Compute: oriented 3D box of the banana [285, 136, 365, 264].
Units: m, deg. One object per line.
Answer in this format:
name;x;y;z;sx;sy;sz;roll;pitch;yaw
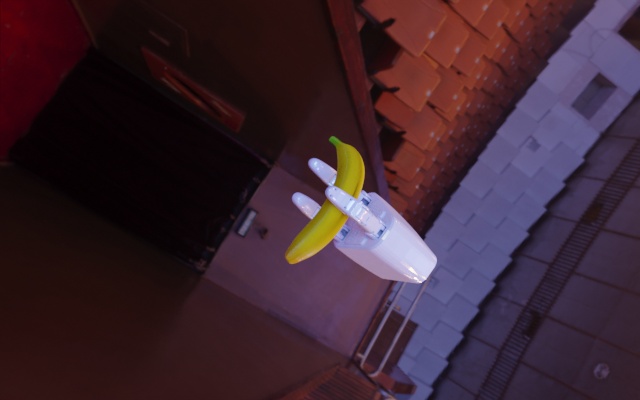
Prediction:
banana;0.016;0.000;0.637;0.069;0.197;0.037;1;-31;37
